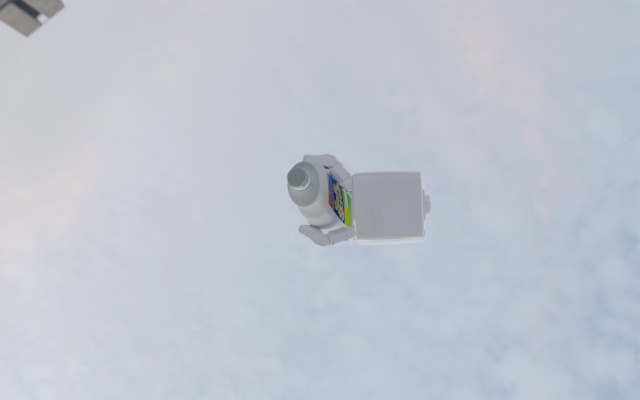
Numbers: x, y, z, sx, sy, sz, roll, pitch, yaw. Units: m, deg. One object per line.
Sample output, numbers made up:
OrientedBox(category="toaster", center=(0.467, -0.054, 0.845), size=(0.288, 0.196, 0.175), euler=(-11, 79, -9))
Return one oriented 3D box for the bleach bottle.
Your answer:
OrientedBox(category="bleach bottle", center=(0.000, 0.002, 0.770), size=(0.068, 0.102, 0.251), euler=(-4, -13, 15))
